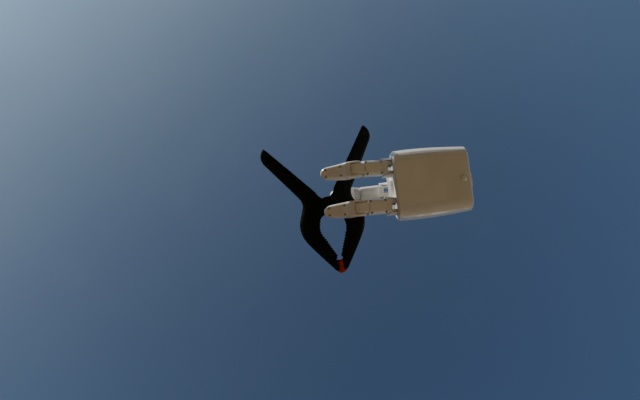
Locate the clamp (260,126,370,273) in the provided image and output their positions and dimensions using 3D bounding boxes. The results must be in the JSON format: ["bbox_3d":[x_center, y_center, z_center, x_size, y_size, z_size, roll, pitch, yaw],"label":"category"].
[{"bbox_3d":[0.000,0.003,0.703,0.164,0.210,0.036,-6,-4,5],"label":"clamp"}]
